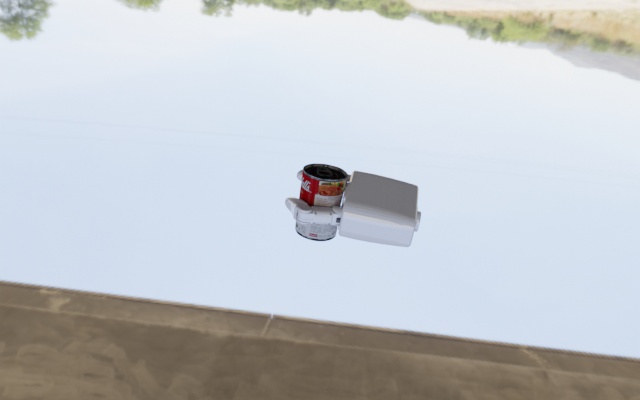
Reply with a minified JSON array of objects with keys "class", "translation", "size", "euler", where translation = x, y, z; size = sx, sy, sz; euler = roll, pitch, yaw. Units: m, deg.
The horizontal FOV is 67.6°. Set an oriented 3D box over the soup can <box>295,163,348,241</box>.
[{"class":"soup can","translation":[0.000,0.003,0.729],"size":[0.068,0.102,0.068],"euler":[8,24,-3]}]
